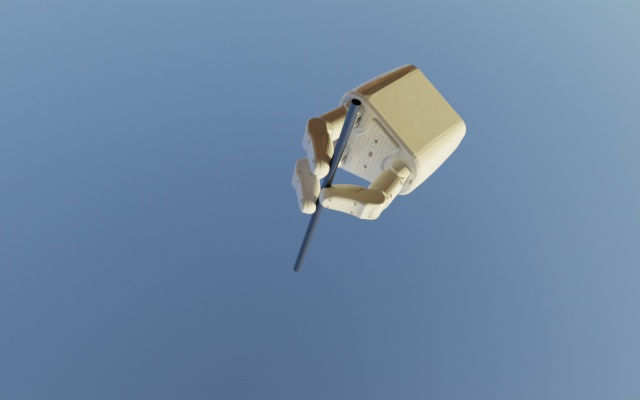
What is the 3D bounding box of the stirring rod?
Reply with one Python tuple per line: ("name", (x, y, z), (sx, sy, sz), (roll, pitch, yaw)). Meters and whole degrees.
("stirring rod", (0.000, 0.001, 0.450), (0.011, 0.011, 0.240), (0, -39, -17))
